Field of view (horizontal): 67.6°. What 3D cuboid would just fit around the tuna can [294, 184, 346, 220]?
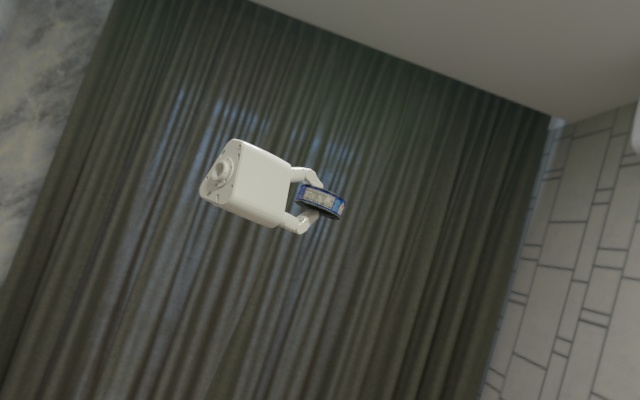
[{"bbox_3d":[0.000,0.002,0.834,0.086,0.033,0.086,21,-9,3],"label":"tuna can"}]
